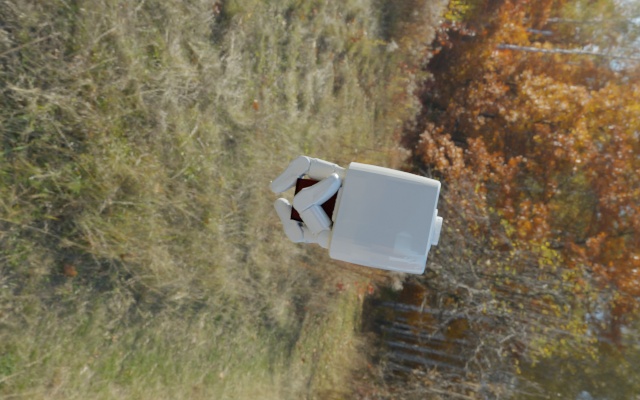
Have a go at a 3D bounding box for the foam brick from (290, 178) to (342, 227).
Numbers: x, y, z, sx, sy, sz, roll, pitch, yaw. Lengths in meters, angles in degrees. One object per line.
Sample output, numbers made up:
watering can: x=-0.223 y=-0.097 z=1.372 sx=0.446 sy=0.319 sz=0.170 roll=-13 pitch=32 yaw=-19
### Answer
foam brick: x=0.000 y=0.002 z=0.592 sx=0.051 sy=0.053 sz=0.078 roll=11 pitch=5 yaw=11
